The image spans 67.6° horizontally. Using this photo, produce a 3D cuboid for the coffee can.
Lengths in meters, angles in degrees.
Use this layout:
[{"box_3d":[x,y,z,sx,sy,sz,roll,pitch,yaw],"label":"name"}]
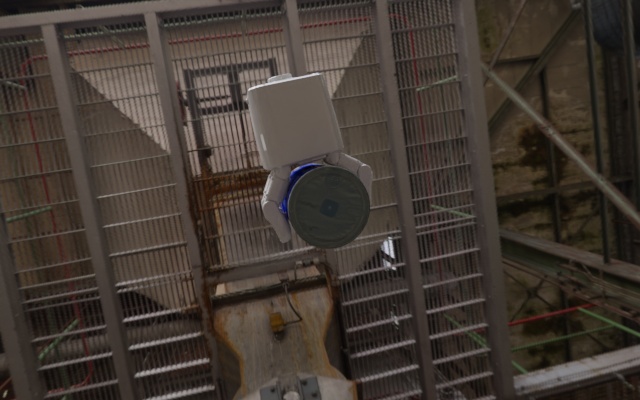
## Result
[{"box_3d":[0.000,0.002,0.652,0.103,0.103,0.140,0,6,-10],"label":"coffee can"}]
